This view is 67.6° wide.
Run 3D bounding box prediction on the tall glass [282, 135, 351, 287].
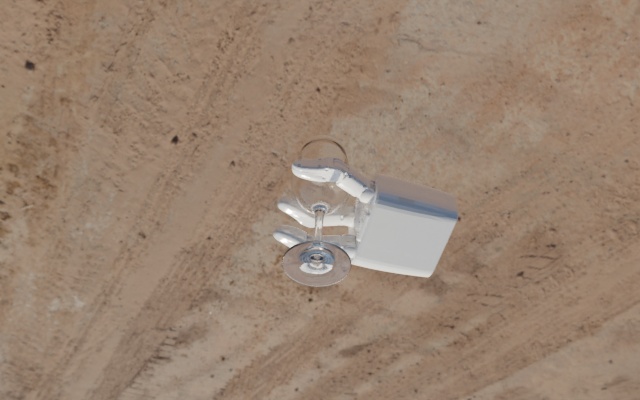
[{"bbox_3d":[0.000,0.002,0.580,0.079,0.079,0.200,0,43,3],"label":"tall glass"}]
